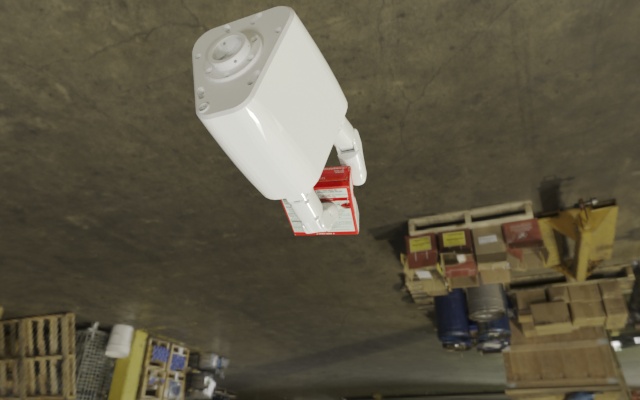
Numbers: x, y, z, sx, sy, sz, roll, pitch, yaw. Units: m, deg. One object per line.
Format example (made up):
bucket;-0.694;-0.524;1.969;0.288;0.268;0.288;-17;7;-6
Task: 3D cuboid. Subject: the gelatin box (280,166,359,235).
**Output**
gelatin box;0.000;0.002;0.504;0.073;0.030;0.089;-2;-37;10
